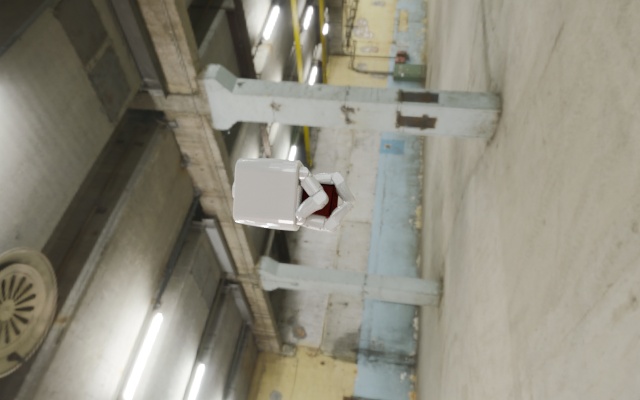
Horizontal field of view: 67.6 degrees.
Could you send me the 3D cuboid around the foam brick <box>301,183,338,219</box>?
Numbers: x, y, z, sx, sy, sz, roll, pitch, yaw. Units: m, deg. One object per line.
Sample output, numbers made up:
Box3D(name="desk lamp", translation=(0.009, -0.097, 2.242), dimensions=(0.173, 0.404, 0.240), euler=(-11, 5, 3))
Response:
Box3D(name="foam brick", translation=(0.000, 0.003, 0.813), dimensions=(0.051, 0.053, 0.078), euler=(5, -10, 9))
